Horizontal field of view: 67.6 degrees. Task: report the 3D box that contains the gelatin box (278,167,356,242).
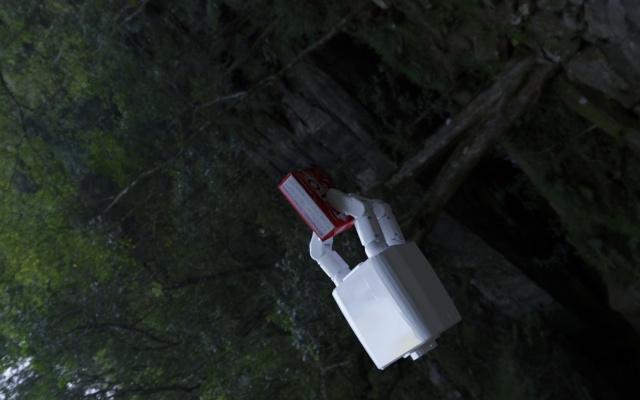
[{"bbox_3d":[0.000,0.002,0.589,0.030,0.089,0.073,-45,-11,25],"label":"gelatin box"}]
